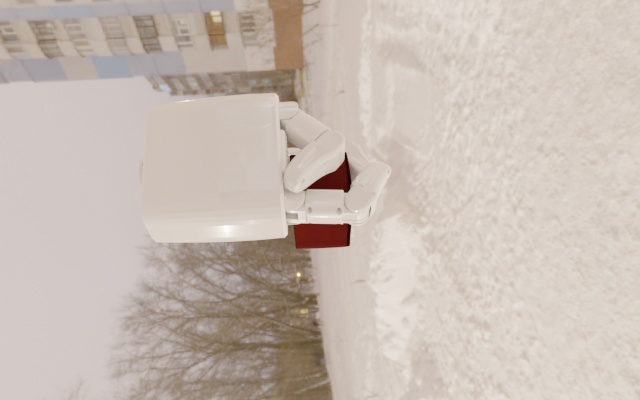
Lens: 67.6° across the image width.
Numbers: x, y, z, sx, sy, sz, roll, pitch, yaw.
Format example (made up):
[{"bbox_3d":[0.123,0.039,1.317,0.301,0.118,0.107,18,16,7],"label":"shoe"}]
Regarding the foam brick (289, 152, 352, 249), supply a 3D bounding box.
[{"bbox_3d":[0.000,0.002,0.429,0.051,0.053,0.078,-4,-37,-3],"label":"foam brick"}]
